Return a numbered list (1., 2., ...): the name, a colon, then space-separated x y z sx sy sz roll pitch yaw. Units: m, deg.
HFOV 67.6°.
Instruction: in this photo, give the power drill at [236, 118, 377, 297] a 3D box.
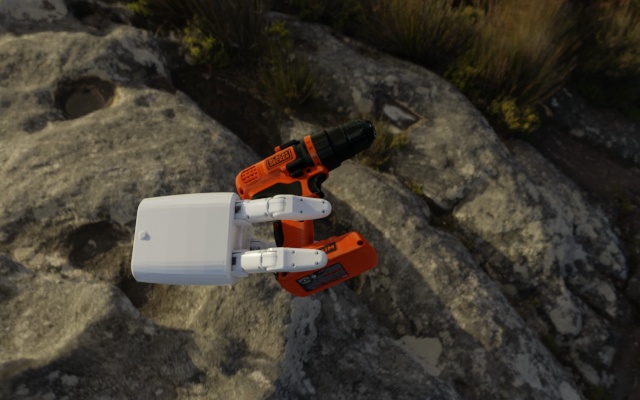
1. power drill: 0.000 0.002 0.547 0.184 0.187 0.057 -26 -39 9
